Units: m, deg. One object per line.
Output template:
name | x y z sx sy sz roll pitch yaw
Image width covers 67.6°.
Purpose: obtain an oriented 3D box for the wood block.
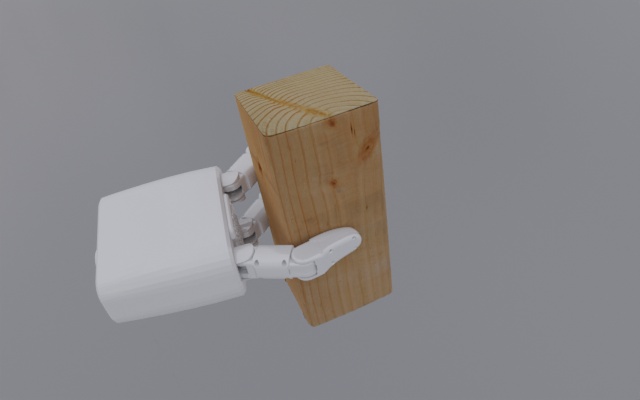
wood block | 0.000 0.002 0.428 0.090 0.206 0.090 -21 38 -13
